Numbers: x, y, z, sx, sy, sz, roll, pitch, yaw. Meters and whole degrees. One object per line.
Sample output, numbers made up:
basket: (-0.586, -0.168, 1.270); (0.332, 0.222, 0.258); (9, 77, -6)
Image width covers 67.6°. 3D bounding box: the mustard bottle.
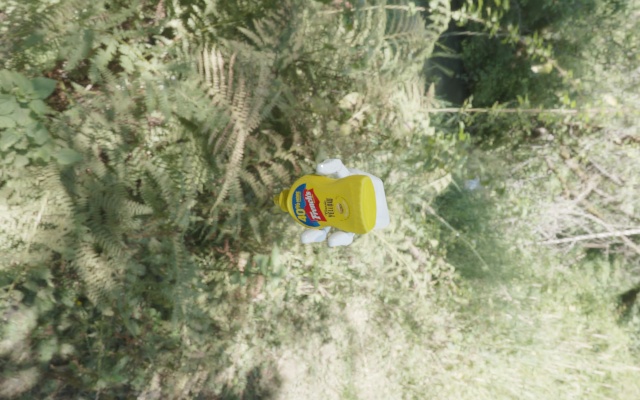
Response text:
mustard bottle: (0.000, 0.003, 0.826); (0.191, 0.096, 0.058); (3, 21, 32)
